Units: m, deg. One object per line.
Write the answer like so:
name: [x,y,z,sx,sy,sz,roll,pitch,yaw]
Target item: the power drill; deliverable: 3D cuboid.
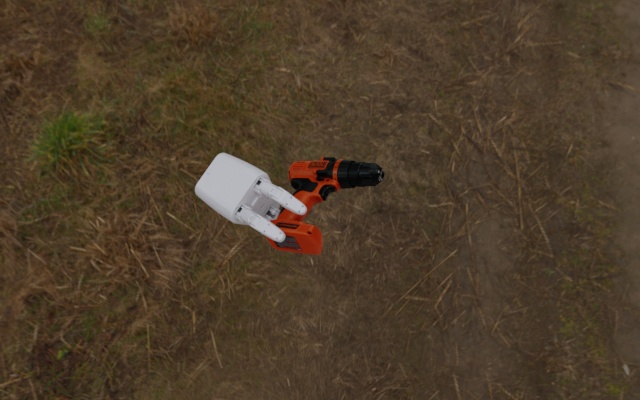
power drill: [0.000,0.003,0.807,0.184,0.057,0.187,2,46,33]
